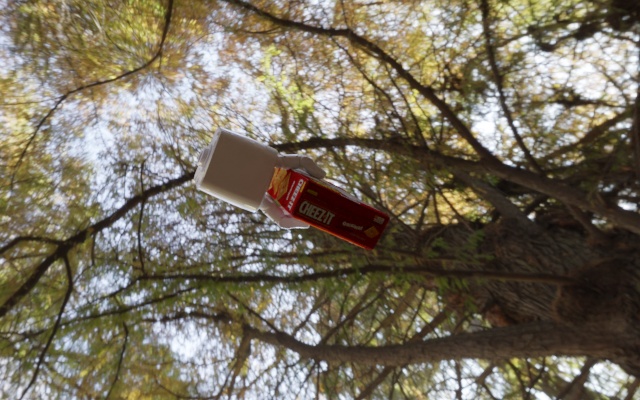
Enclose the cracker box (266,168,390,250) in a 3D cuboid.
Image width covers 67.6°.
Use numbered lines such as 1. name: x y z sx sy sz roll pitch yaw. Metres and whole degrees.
1. cracker box: 0.000 0.003 0.856 0.164 0.072 0.213 24 5 -23
